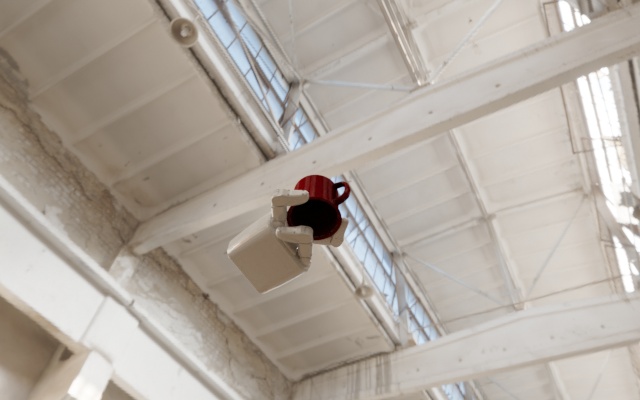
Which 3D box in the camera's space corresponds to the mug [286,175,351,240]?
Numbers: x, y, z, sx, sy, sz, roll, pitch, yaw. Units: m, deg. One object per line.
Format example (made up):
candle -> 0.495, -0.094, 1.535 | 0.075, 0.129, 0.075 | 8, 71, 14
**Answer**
mug -> 0.001, 0.002, 0.824 | 0.117, 0.093, 0.081 | -31, 29, 22
